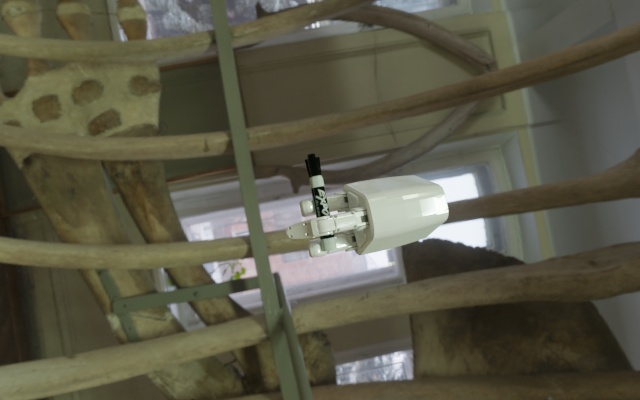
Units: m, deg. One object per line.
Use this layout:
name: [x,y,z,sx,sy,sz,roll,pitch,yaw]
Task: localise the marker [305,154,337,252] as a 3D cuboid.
marker: [0.000,0.002,0.590,0.020,0.121,0.020,-11,-2,0]
